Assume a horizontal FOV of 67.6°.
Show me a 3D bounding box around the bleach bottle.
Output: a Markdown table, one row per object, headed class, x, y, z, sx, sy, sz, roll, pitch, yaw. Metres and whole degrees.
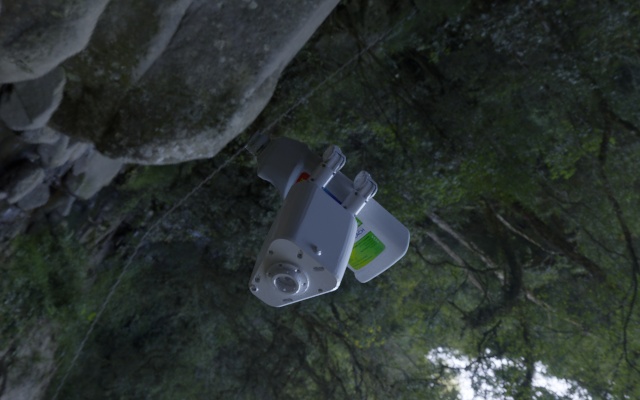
| class | x | y | z | sx | sy | sz | roll | pitch | yaw |
| --- | --- | --- | --- | --- | --- | --- | --- | --- | --- |
| bleach bottle | 0.000 | 0.002 | 0.647 | 0.103 | 0.251 | 0.068 | -41 | 17 | 33 |
